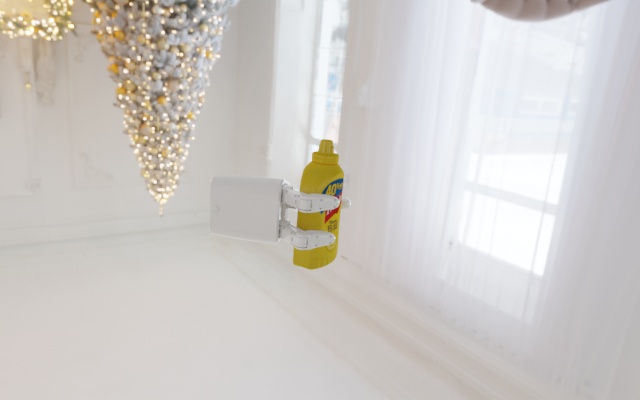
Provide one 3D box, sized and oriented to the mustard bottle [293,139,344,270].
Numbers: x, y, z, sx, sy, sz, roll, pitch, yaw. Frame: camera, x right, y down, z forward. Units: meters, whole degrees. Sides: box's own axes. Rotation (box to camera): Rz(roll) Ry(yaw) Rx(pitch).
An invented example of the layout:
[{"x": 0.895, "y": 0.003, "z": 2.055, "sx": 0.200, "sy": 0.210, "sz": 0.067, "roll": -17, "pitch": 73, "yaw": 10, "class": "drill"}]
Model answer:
[{"x": 0.000, "y": 0.003, "z": 0.730, "sx": 0.058, "sy": 0.192, "sz": 0.096, "roll": 13, "pitch": 17, "yaw": 27, "class": "mustard bottle"}]
